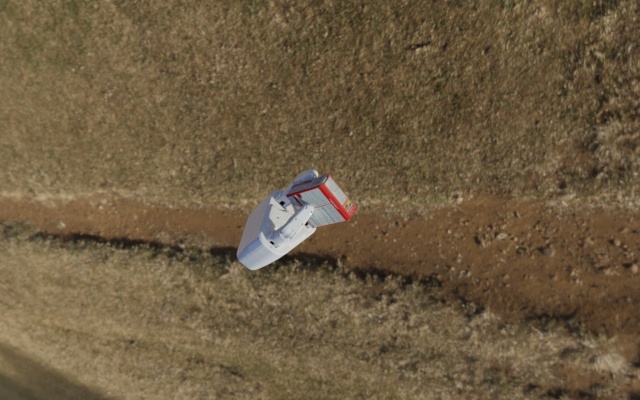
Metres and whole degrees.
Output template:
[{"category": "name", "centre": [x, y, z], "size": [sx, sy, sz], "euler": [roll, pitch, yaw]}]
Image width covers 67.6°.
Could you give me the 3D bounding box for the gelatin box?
[{"category": "gelatin box", "centre": [0.000, 0.003, 0.734], "size": [0.089, 0.073, 0.030], "euler": [-15, 32, 48]}]
